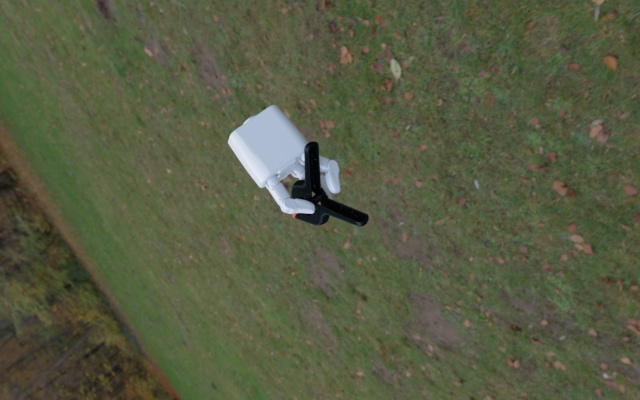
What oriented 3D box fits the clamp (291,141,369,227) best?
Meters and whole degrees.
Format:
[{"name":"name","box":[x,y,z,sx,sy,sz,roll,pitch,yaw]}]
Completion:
[{"name":"clamp","box":[-0.001,0.003,0.865,0.036,0.164,0.210,-34,-7,-28]}]
